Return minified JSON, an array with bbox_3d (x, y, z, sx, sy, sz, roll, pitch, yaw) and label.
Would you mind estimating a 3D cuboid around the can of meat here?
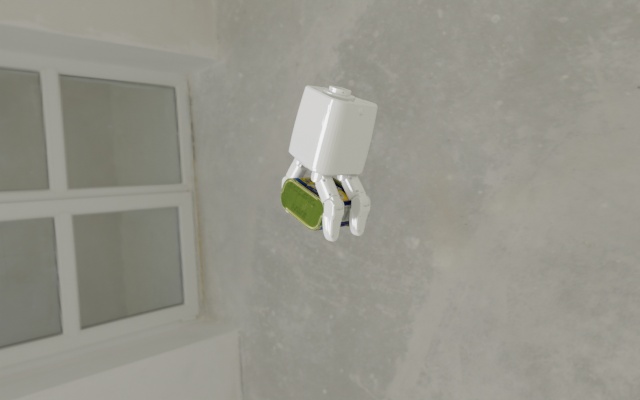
[{"bbox_3d":[0.000,0.002,0.732,0.084,0.057,0.102,-5,31,-45],"label":"can of meat"}]
